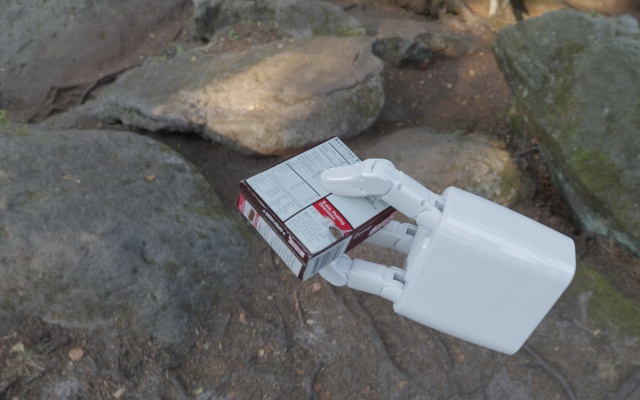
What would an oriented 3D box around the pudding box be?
[{"bbox_3d":[0.000,0.001,0.405,0.113,0.090,0.039,-29,-25,-36],"label":"pudding box"}]
